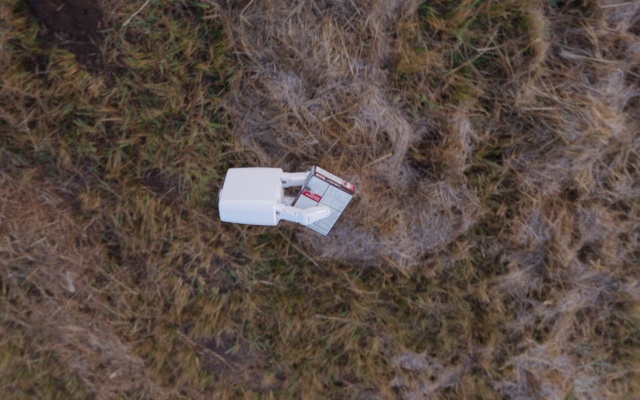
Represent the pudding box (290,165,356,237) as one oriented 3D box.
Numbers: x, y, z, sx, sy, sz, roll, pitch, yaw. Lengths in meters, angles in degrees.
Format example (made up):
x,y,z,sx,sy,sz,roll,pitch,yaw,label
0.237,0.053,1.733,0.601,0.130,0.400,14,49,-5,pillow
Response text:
x,y,z,sx,sy,sz,roll,pitch,yaw,label
0.000,0.003,0.899,0.090,0.113,0.039,26,31,-11,pudding box
